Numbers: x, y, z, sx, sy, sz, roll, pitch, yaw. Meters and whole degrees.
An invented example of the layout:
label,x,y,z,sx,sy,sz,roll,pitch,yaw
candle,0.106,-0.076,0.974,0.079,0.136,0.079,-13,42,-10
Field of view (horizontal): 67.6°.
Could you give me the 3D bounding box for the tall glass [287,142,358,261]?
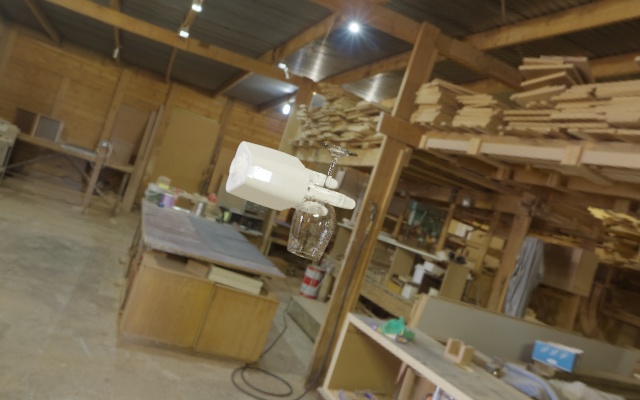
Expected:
label,x,y,z,sx,sy,sz,roll,pitch,yaw
tall glass,0.001,0.002,0.851,0.079,0.201,0.079,18,0,0
